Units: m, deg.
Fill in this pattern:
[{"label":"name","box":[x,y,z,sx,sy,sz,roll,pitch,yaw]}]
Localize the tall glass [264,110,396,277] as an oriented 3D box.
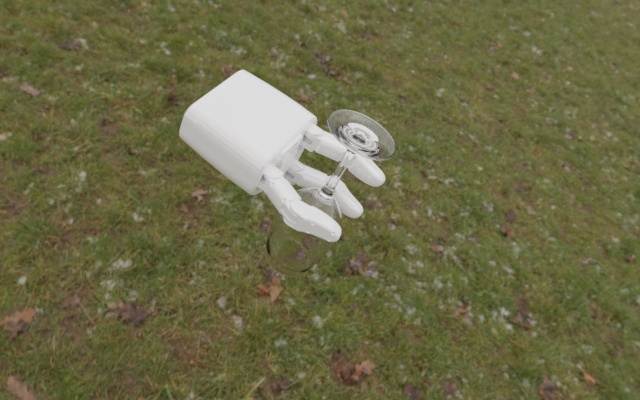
[{"label":"tall glass","box":[0.000,0.001,0.526,0.079,0.079,0.201,0,-43,-34]}]
